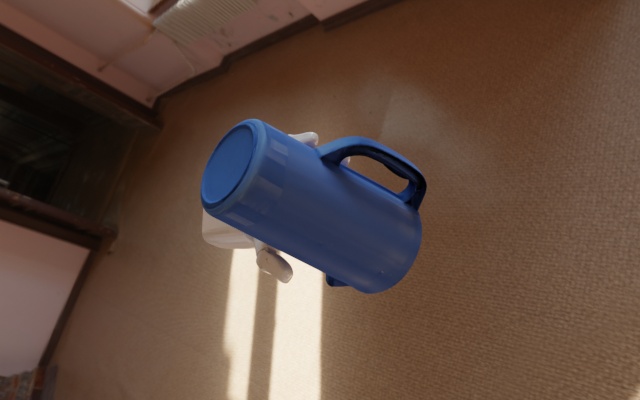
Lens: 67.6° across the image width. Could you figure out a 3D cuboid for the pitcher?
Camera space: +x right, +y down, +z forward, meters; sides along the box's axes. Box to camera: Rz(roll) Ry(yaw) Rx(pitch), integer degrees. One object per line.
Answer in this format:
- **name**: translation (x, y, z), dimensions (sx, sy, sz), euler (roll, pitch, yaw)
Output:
- **pitcher**: translation (0.000, 0.002, 0.539), dimensions (0.243, 0.149, 0.145), euler (29, -23, -36)
